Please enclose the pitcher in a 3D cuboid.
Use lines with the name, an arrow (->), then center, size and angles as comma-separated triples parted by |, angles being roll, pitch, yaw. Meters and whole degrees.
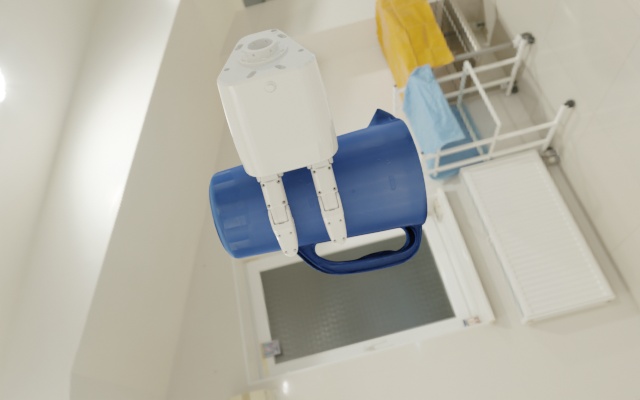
pitcher -> 0.000, 0.002, 0.575 | 0.243, 0.145, 0.149 | -14, 42, 0
